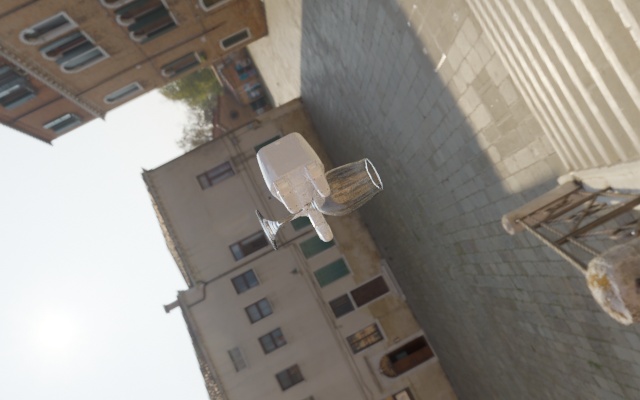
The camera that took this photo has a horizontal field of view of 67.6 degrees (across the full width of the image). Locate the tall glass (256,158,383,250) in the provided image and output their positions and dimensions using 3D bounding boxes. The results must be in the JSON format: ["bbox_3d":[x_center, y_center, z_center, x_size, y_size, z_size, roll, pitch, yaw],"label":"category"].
[{"bbox_3d":[0.000,0.003,0.784,0.201,0.079,0.079,-27,1,-3],"label":"tall glass"}]
